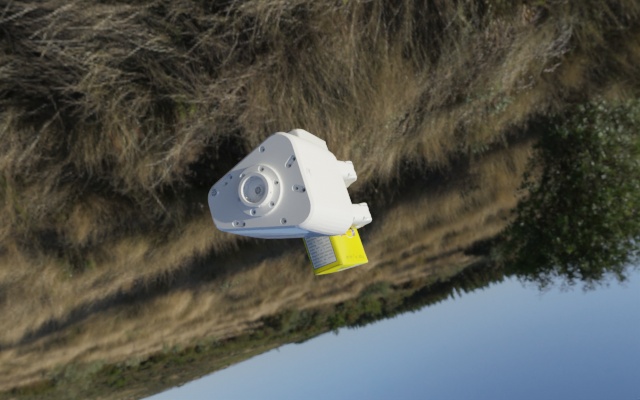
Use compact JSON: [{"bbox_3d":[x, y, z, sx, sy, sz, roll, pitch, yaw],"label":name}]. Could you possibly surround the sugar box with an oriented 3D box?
[{"bbox_3d":[0.001,0.002,0.601,0.048,0.176,0.093,-21,-12,20],"label":"sugar box"}]
